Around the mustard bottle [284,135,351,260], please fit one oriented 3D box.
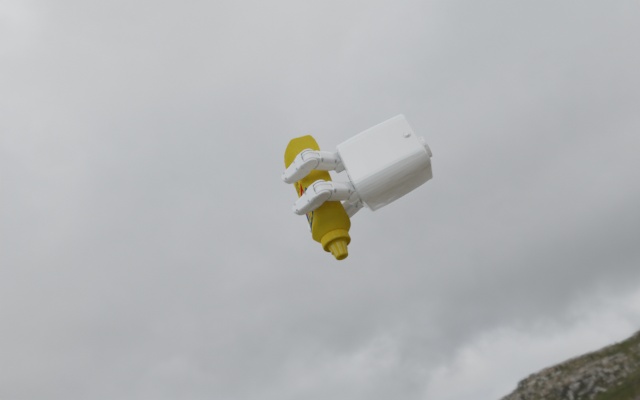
[{"bbox_3d":[0.000,0.002,0.694,0.058,0.191,0.096,-14,-34,-12],"label":"mustard bottle"}]
